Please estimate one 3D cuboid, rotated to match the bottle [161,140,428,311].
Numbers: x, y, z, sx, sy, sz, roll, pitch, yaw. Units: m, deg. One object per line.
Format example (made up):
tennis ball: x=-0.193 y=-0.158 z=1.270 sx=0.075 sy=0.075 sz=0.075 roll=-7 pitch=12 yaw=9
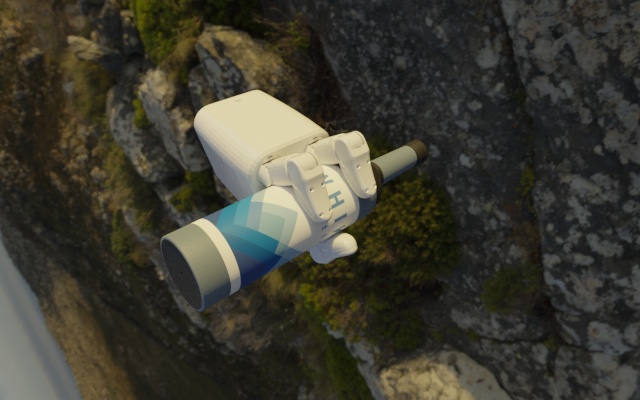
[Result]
bottle: x=0.000 y=0.002 z=0.455 sx=0.295 sy=0.069 sz=0.069 roll=-27 pitch=16 yaw=-33
